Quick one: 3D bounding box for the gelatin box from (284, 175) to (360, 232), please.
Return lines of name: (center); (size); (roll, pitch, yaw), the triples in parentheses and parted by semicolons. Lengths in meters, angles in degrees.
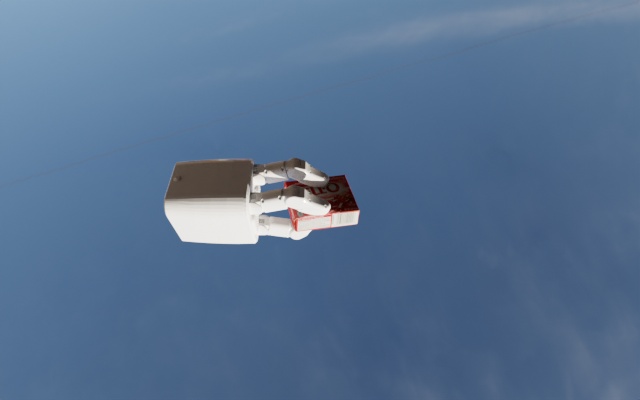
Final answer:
gelatin box: (0.000, 0.002, 0.646); (0.089, 0.030, 0.073); (-6, 45, -13)
